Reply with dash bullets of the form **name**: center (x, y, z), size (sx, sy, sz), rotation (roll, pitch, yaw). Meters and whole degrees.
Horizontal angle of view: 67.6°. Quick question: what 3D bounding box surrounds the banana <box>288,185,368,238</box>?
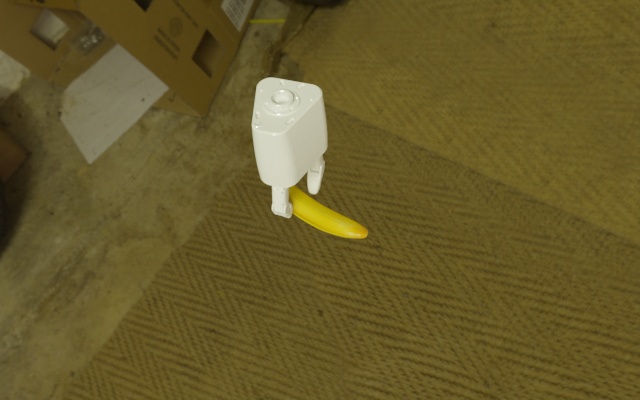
- **banana**: center (-0.014, 0.008, 0.773), size (0.197, 0.037, 0.069), rotation (37, 42, 23)
